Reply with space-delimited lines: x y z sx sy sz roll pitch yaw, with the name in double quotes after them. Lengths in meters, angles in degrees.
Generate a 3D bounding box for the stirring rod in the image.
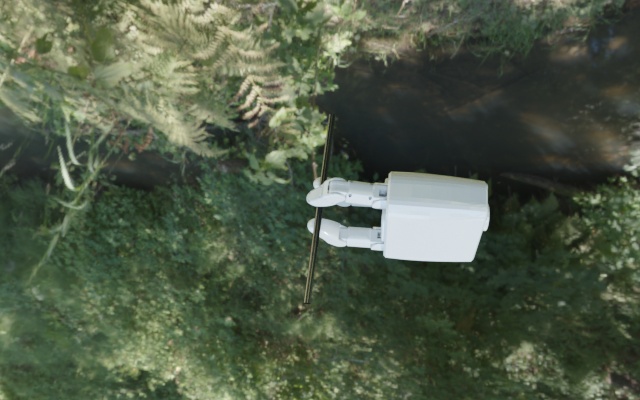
0.000 0.002 0.566 0.011 0.239 0.011 7 -22 3 "stirring rod"
